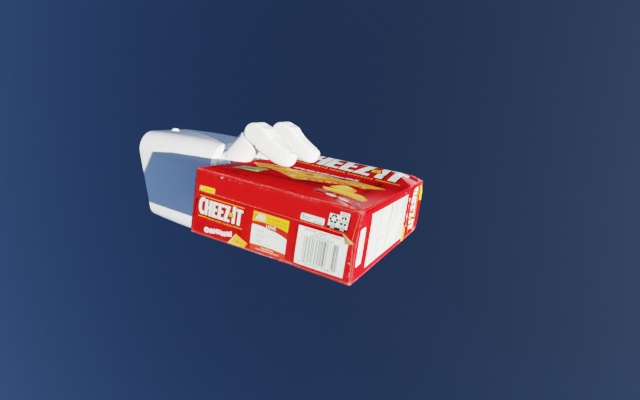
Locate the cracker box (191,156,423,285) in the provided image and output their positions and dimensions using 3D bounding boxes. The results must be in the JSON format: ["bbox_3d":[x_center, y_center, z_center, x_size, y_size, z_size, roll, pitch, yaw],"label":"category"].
[{"bbox_3d":[0.000,0.002,0.496,0.164,0.072,0.213,15,15,22],"label":"cracker box"}]
